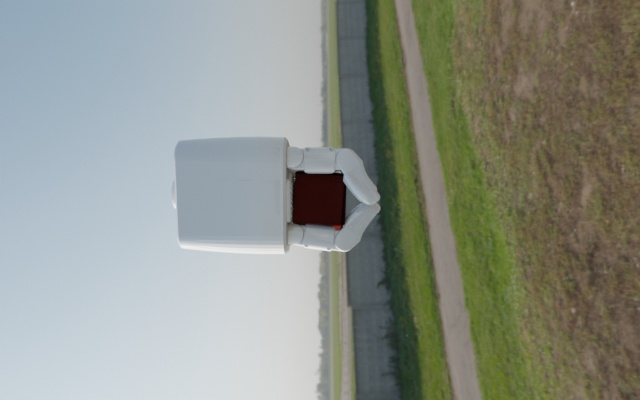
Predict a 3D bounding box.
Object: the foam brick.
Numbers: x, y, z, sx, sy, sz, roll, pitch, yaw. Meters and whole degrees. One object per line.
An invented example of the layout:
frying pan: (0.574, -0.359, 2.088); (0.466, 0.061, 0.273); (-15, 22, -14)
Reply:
foam brick: (0.000, 0.002, 0.499); (0.051, 0.053, 0.078); (2, -8, 2)
